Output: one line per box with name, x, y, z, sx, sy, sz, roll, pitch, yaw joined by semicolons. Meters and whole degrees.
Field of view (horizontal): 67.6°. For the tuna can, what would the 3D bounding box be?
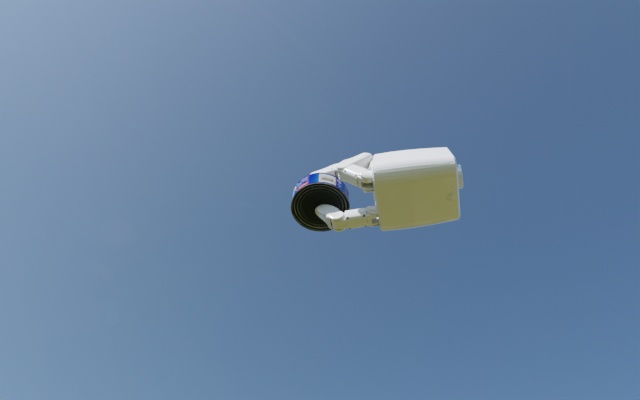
tuna can;0.000;0.002;0.704;0.086;0.086;0.033;0;34;2
